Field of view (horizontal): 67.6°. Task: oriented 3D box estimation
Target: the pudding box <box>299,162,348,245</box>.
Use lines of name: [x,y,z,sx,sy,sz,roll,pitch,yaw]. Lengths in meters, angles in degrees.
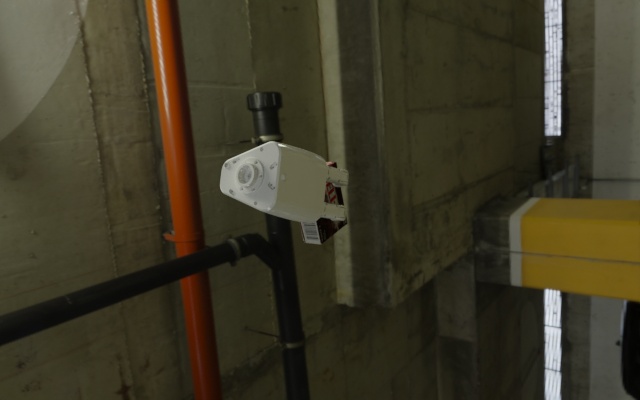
pudding box: [0.000,0.003,0.771,0.039,0.113,0.090,3,21,33]
